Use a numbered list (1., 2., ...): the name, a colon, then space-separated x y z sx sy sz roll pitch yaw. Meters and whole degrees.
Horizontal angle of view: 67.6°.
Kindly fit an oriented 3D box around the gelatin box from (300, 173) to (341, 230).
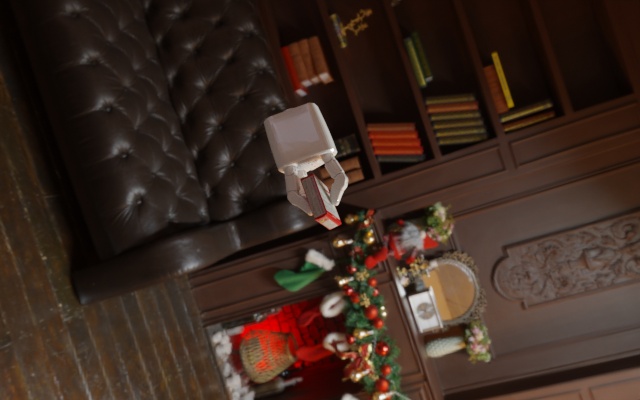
1. gelatin box: 0.001 0.003 0.884 0.030 0.089 0.073 -27 -26 13
